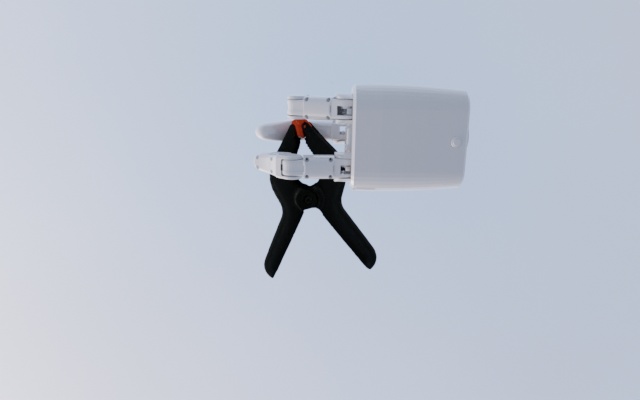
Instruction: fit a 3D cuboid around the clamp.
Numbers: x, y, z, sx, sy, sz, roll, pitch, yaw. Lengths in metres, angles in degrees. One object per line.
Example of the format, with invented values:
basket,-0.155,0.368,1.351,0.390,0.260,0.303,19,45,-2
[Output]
clamp,0.000,0.001,0.499,0.120,0.171,0.039,1,14,0
